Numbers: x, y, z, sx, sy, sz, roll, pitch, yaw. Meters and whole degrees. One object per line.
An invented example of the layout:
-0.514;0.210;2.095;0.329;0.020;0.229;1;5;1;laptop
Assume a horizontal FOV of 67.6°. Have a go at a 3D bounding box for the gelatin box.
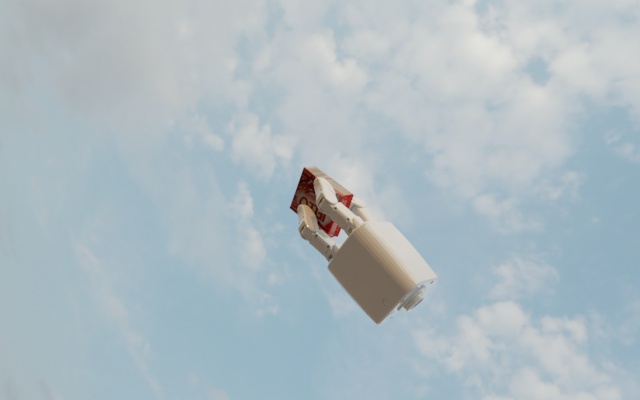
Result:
0.000;0.002;0.703;0.030;0.073;0.089;-9;38;-45;gelatin box
